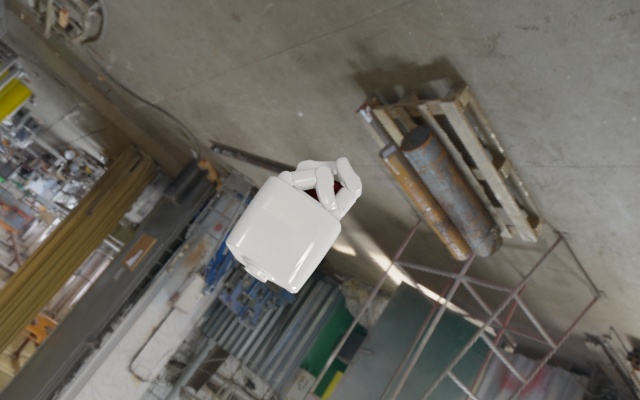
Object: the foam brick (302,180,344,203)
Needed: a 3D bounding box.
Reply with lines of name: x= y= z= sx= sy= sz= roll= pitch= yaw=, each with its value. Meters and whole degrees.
foam brick: x=0.000 y=0.002 z=0.689 sx=0.053 sy=0.051 sz=0.078 roll=28 pitch=-20 yaw=14
